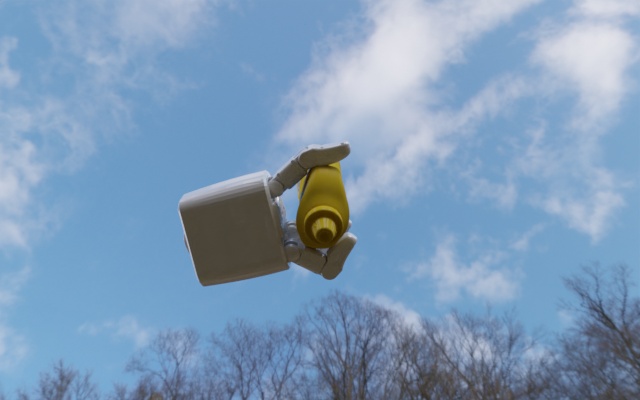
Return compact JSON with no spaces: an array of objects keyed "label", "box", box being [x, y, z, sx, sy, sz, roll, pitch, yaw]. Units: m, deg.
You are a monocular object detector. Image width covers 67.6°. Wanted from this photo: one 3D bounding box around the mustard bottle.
[{"label":"mustard bottle","box":[0.000,0.002,0.562,0.058,0.096,0.191,9,20,-5]}]
